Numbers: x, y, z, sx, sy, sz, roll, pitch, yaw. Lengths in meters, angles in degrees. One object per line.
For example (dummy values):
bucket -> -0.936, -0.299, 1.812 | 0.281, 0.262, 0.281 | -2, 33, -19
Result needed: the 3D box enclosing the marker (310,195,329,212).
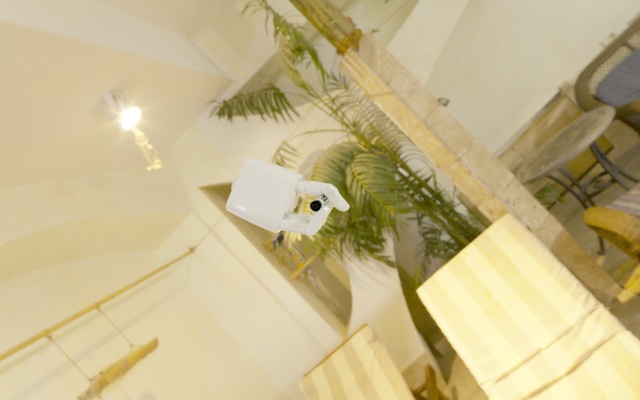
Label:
marker -> 0.000, 0.003, 0.833 | 0.020, 0.020, 0.121 | 0, 7, 9
